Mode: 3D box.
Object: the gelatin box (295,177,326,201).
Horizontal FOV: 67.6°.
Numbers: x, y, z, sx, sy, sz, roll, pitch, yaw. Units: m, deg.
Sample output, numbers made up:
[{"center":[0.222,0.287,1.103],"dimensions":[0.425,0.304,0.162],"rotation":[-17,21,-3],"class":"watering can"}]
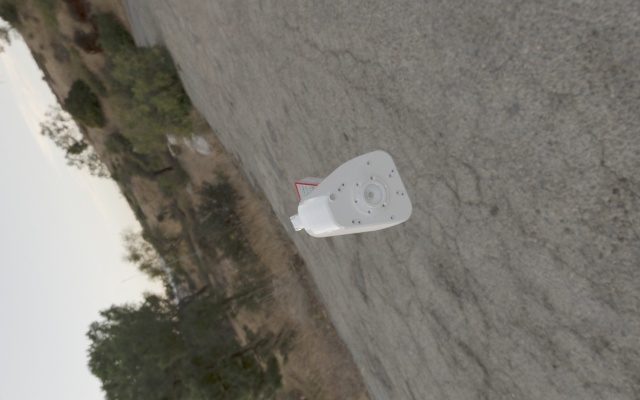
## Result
[{"center":[0.000,0.003,0.741],"dimensions":[0.030,0.073,0.089],"rotation":[-25,15,-24],"class":"gelatin box"}]
